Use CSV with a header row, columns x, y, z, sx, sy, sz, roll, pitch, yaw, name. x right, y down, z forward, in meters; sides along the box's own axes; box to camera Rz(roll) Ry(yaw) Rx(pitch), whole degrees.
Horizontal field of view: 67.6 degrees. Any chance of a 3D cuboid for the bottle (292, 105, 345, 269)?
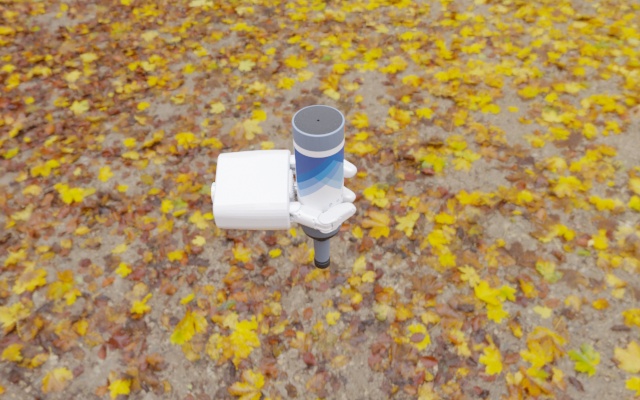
x,y,z,sx,sy,sz,roll,pitch,yaw,name
0.000,0.002,0.702,0.069,0.069,0.296,0,-44,2,bottle
